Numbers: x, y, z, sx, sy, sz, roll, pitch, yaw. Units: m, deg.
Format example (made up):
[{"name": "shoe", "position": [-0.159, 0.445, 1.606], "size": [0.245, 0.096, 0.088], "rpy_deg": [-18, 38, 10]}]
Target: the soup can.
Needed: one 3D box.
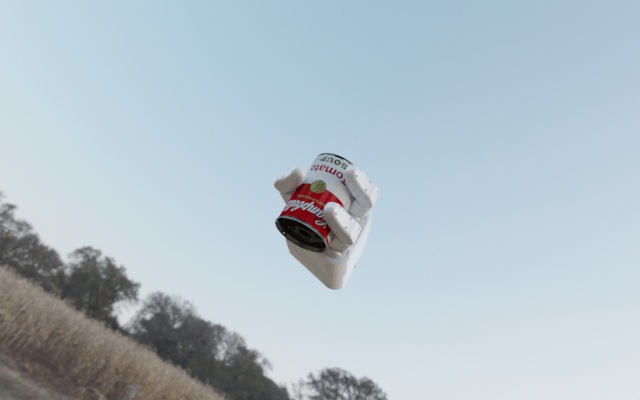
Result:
[{"name": "soup can", "position": [0.000, 0.001, 0.572], "size": [0.068, 0.102, 0.068], "rpy_deg": [24, -27, 13]}]
